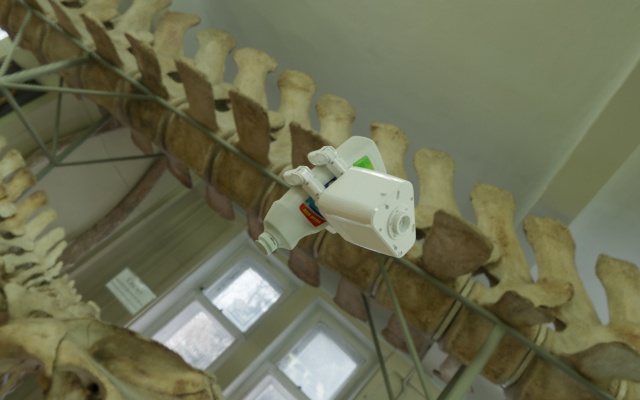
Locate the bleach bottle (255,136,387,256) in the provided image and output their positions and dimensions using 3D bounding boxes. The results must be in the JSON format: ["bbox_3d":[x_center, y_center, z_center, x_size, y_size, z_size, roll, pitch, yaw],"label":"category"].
[{"bbox_3d":[0.000,0.002,0.766,0.250,0.103,0.068,-41,36,-26],"label":"bleach bottle"}]
